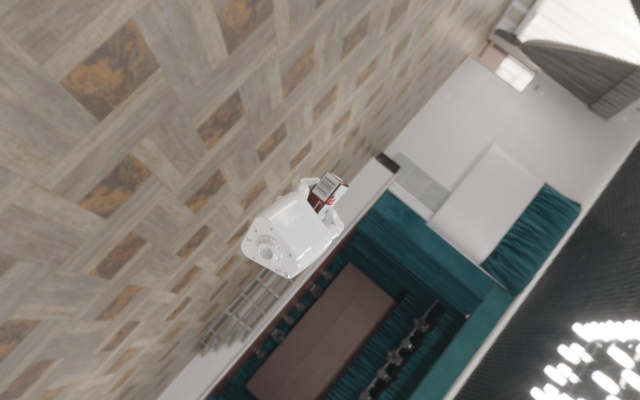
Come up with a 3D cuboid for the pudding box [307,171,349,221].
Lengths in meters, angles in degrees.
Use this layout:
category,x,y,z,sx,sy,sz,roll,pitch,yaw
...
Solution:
category,x,y,z,sx,sy,sz,roll,pitch,yaw
pudding box,0.000,0.003,0.892,0.039,0.113,0.090,41,6,10
